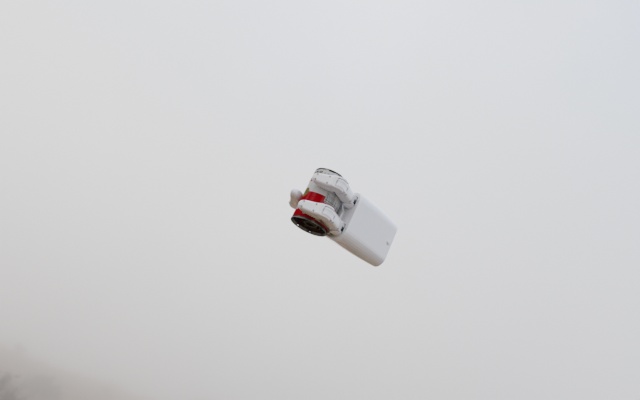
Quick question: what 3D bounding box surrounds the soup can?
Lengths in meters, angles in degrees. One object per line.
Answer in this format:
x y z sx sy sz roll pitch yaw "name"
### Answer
0.000 0.002 0.834 0.068 0.102 0.068 23 -20 9 "soup can"
